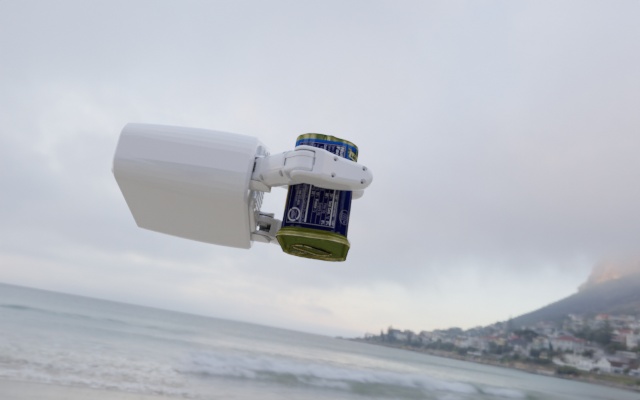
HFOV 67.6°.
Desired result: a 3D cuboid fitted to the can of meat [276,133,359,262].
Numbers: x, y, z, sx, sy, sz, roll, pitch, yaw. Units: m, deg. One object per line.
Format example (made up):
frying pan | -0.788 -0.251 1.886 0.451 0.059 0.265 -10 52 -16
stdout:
can of meat | 0.000 0.001 0.403 0.057 0.084 0.102 8 -16 3
